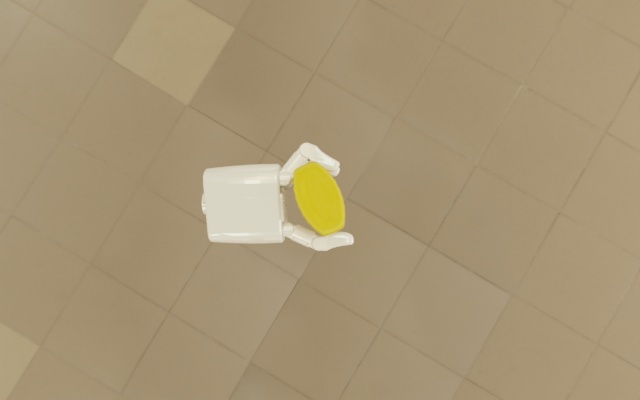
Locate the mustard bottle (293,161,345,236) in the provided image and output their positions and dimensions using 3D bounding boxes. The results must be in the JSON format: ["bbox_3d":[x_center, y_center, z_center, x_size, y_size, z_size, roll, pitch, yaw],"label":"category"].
[{"bbox_3d":[0.000,0.002,0.699,0.058,0.096,0.191,-26,-4,0],"label":"mustard bottle"}]
